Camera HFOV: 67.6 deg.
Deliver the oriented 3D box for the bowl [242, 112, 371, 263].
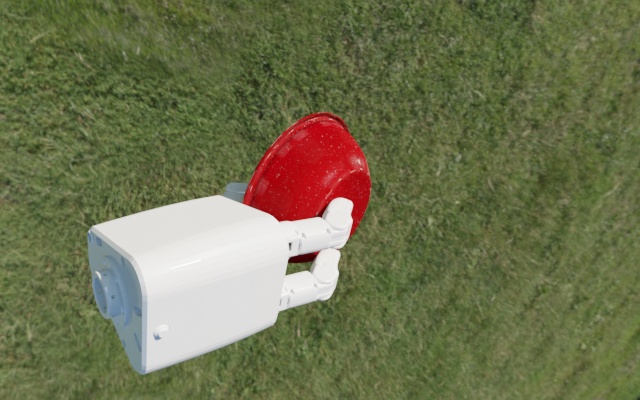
[{"bbox_3d":[0.001,0.001,0.457,0.055,0.162,0.162,29,15,28],"label":"bowl"}]
